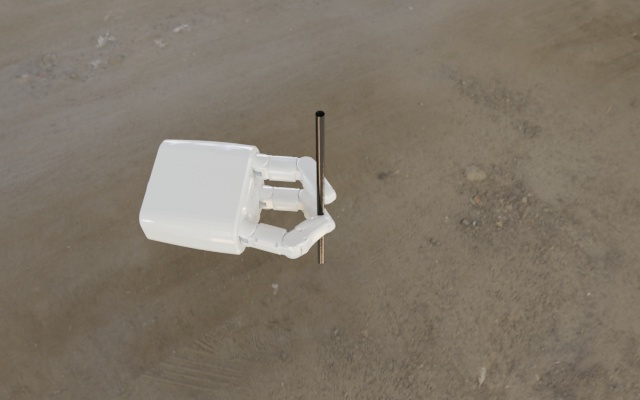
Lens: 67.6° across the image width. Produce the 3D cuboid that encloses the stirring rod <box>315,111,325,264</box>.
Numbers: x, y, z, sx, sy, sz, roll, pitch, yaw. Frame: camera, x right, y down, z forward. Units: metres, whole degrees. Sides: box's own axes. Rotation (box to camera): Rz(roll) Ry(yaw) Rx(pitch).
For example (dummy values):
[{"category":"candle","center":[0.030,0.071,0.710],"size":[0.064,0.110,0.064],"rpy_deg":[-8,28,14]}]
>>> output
[{"category":"stirring rod","center":[0.000,0.002,0.491],"size":[0.011,0.011,0.240],"rpy_deg":[0,-38,0]}]
